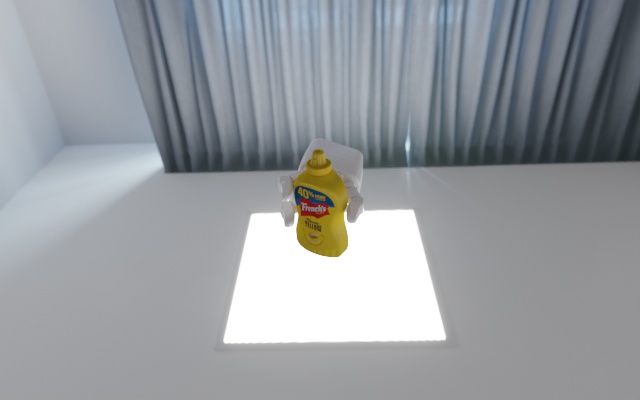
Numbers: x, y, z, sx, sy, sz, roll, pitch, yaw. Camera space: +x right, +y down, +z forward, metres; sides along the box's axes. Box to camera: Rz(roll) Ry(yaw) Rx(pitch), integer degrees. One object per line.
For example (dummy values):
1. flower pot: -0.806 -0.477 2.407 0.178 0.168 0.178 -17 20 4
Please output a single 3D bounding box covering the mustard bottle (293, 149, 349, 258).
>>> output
1. mustard bottle: 0.000 0.003 0.803 0.096 0.192 0.058 19 39 29
